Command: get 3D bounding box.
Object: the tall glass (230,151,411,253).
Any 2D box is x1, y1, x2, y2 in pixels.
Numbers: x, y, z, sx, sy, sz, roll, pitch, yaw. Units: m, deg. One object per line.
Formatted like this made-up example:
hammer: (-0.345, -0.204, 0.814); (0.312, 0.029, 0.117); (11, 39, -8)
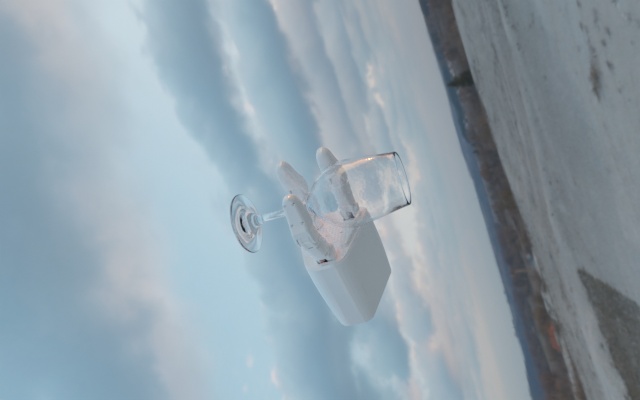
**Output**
tall glass: (-0.001, 0.002, 0.555); (0.201, 0.079, 0.079); (-17, -5, 18)
